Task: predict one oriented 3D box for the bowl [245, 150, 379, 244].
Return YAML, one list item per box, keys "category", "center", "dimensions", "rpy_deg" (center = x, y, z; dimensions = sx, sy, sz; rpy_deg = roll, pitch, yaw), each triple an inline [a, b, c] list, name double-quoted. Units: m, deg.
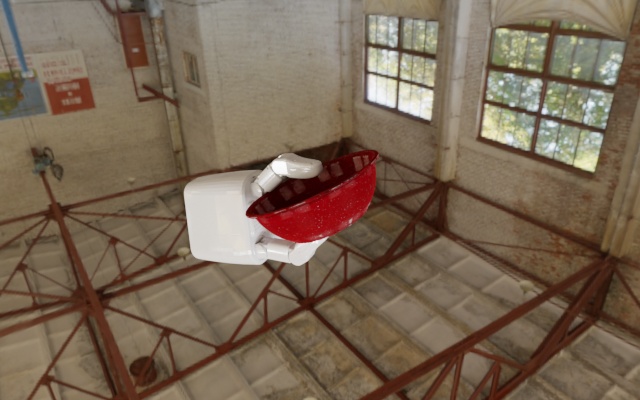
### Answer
- category: "bowl"
  center: [0.001, 0.002, 0.534]
  dimensions: [0.162, 0.055, 0.162]
  rpy_deg: [-24, 13, 6]
